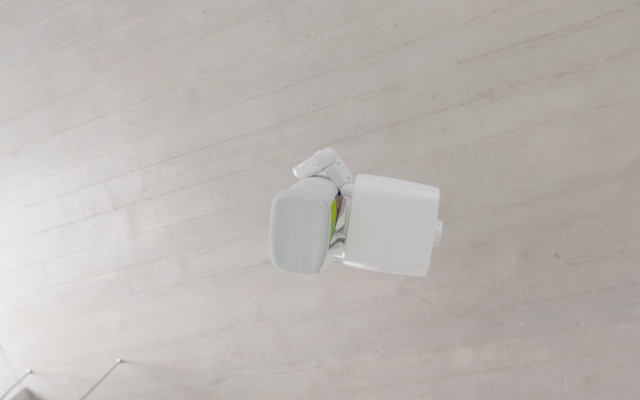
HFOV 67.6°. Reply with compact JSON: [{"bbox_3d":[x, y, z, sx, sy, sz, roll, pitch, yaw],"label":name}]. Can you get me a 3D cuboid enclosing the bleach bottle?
[{"bbox_3d":[0.000,0.002,0.640,0.068,0.103,0.250,9,20,10],"label":"bleach bottle"}]
